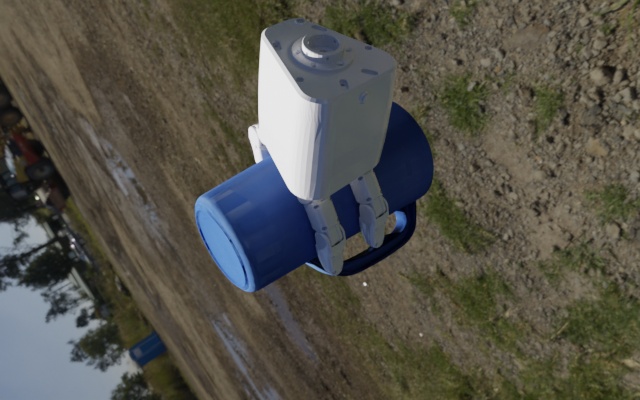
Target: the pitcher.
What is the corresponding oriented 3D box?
[{"bbox_3d":[0.000,0.002,0.516,0.242,0.145,0.149,-31,60,-27],"label":"pitcher"}]
